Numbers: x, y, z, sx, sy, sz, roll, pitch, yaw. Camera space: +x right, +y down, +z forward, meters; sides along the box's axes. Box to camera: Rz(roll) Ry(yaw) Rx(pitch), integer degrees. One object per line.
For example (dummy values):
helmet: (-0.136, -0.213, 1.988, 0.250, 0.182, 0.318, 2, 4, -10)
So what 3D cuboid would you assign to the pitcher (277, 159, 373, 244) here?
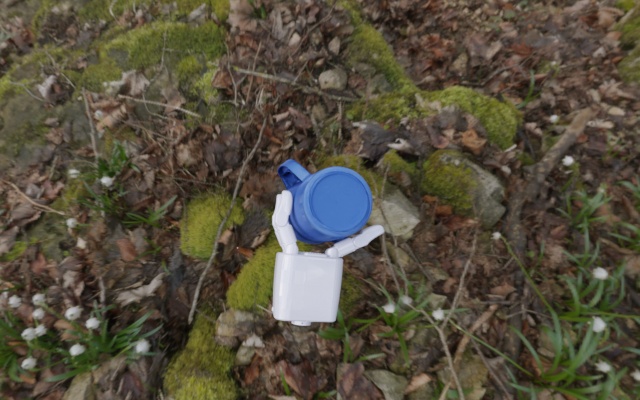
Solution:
pitcher: (0.000, 0.003, 0.823, 0.149, 0.145, 0.243, 6, -6, -9)
